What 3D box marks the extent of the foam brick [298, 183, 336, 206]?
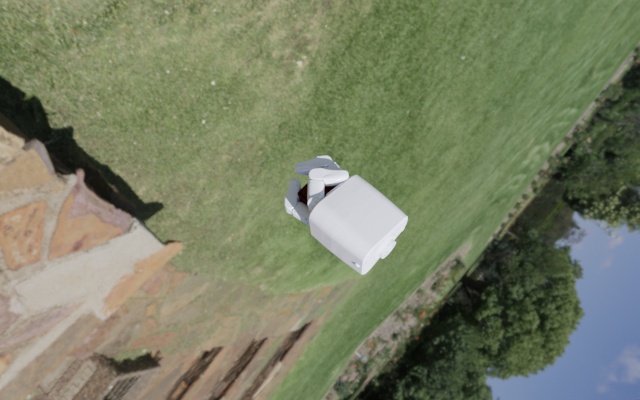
[{"bbox_3d":[0.000,0.003,0.785,0.051,0.053,0.078,39,-18,19],"label":"foam brick"}]
